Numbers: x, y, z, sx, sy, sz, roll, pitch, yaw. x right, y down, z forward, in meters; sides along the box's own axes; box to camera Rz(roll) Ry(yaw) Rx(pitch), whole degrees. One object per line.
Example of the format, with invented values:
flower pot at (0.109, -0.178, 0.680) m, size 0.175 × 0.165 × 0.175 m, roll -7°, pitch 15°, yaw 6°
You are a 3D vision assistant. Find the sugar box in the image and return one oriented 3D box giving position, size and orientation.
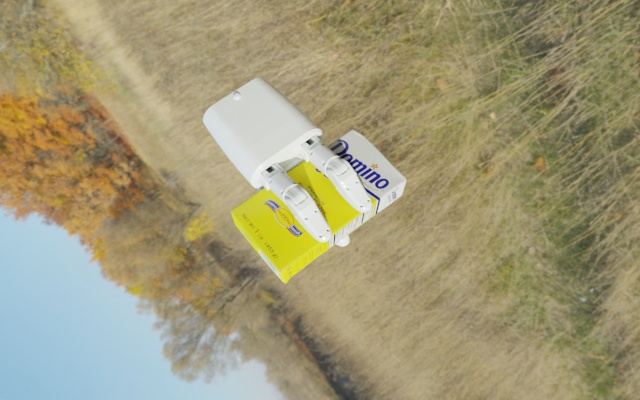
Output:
sugar box at (0.000, 0.001, 0.533) m, size 0.176 × 0.093 × 0.048 m, roll -37°, pitch -21°, yaw -15°
